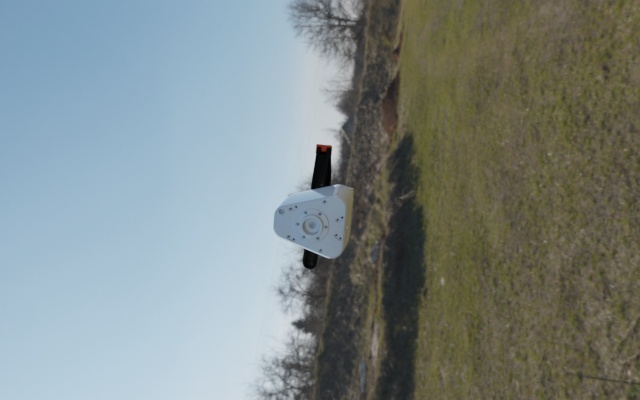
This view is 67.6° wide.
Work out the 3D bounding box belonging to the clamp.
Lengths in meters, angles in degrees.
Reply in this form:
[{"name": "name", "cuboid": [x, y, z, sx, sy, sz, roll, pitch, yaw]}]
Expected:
[{"name": "clamp", "cuboid": [-0.001, 0.002, 0.868, 0.036, 0.210, 0.164, 6, 9, 7]}]
